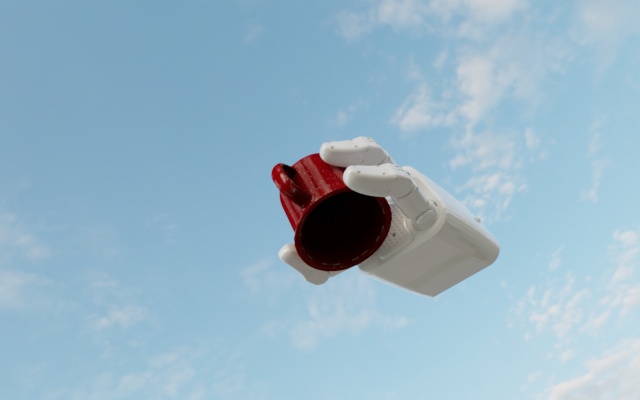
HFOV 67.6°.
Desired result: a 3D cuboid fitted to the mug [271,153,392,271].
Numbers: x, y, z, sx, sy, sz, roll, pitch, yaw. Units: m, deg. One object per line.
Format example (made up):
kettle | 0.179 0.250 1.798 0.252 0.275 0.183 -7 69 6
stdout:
mug | -0.001 0.001 0.449 0.117 0.093 0.081 29 17 -34
